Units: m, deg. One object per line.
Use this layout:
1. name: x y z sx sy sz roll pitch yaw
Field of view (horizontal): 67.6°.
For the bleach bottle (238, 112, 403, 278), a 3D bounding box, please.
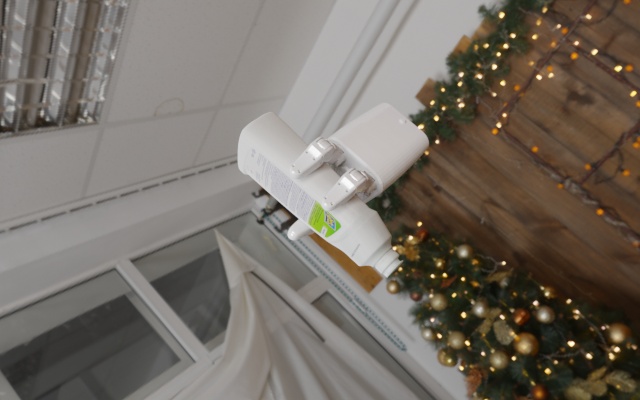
1. bleach bottle: 0.000 0.002 0.605 0.068 0.250 0.103 -39 -17 -26
